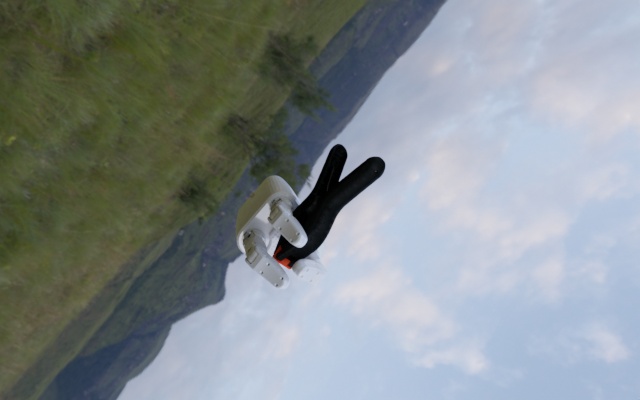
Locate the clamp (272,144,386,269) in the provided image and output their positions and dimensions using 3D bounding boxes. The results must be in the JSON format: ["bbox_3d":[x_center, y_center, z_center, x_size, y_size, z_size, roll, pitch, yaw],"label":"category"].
[{"bbox_3d":[0.000,0.002,0.579,0.039,0.171,0.120,40,6,-20],"label":"clamp"}]
